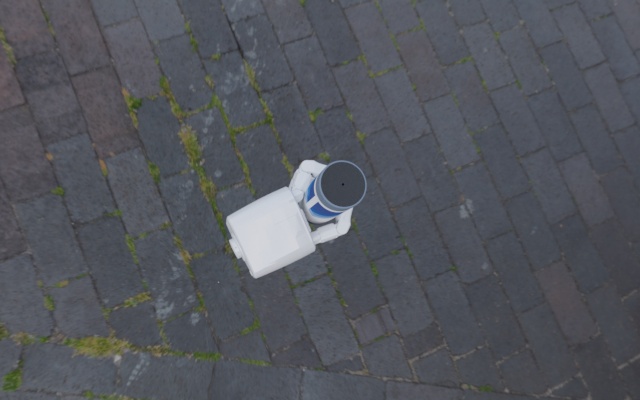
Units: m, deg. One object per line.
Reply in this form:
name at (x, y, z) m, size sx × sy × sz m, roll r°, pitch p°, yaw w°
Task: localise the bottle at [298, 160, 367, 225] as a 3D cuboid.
bottle at (0.000, 0.002, 0.780) m, size 0.069 × 0.069 × 0.296 m, roll 0°, pitch -9°, yaw -12°
